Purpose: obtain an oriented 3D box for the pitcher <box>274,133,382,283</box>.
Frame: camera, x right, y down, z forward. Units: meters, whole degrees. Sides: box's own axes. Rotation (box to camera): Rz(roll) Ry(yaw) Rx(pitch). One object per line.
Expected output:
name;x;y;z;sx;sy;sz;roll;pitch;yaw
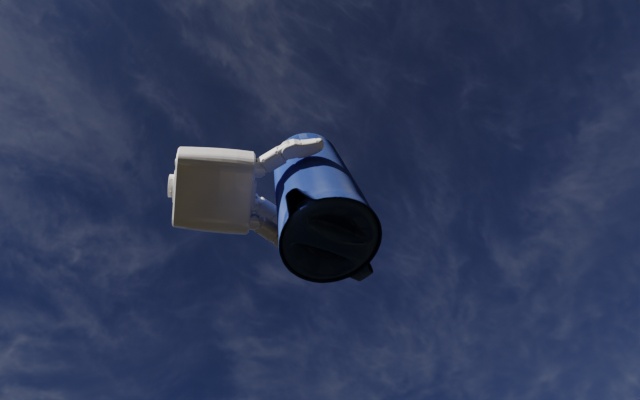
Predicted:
pitcher;0.000;0.002;0.701;0.145;0.149;0.242;3;30;-12
